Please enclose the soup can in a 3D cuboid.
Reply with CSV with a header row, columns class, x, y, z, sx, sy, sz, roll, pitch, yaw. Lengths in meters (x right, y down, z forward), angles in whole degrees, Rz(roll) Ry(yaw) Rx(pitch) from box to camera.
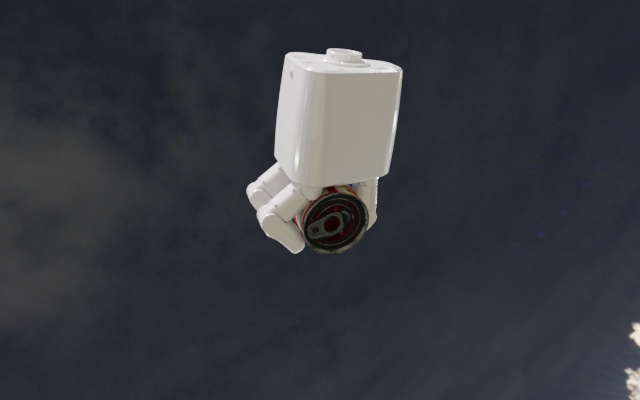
class,x,y,z,sx,sy,sz,roll,pitch,yaw
soup can,0.000,0.002,0.503,0.068,0.068,0.102,0,26,-20
